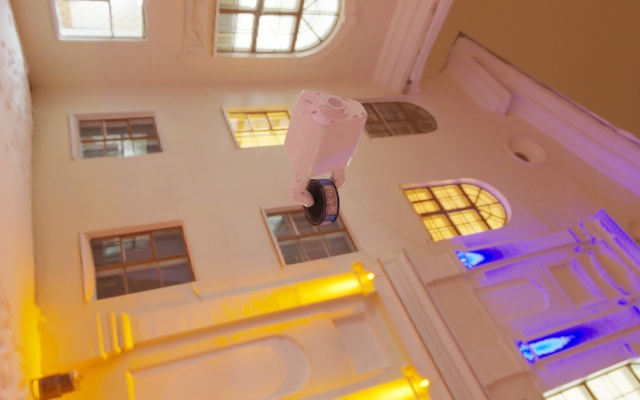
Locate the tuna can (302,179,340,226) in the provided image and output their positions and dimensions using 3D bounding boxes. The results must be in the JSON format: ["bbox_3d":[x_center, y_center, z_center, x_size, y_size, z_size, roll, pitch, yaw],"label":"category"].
[{"bbox_3d":[0.001,0.003,0.863,0.034,0.086,0.086,-4,2,-28],"label":"tuna can"}]
